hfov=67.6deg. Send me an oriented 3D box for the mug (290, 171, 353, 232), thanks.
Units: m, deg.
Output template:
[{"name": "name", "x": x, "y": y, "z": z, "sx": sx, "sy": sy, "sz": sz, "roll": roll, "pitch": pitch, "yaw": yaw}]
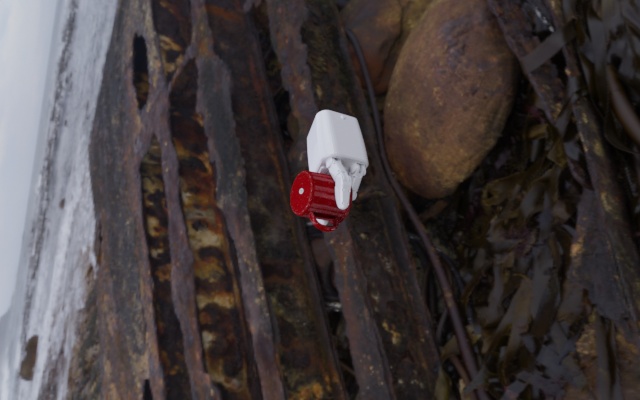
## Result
[{"name": "mug", "x": 0.000, "y": 0.004, "z": 0.850, "sx": 0.081, "sy": 0.117, "sz": 0.093, "roll": 10, "pitch": -34, "yaw": -30}]
